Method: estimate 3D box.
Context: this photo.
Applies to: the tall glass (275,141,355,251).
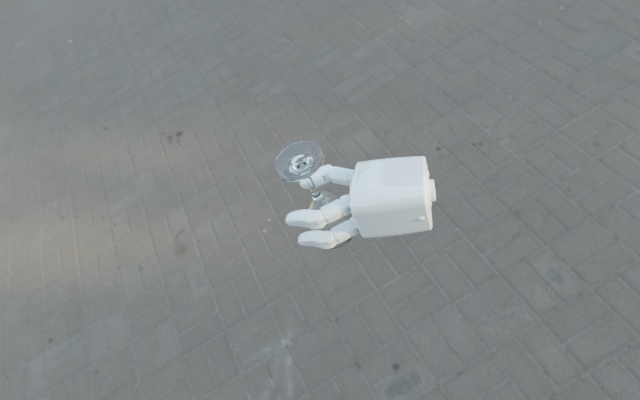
[{"bbox_3d":[0.000,0.002,0.743,0.079,0.079,0.201,0,-36,21],"label":"tall glass"}]
